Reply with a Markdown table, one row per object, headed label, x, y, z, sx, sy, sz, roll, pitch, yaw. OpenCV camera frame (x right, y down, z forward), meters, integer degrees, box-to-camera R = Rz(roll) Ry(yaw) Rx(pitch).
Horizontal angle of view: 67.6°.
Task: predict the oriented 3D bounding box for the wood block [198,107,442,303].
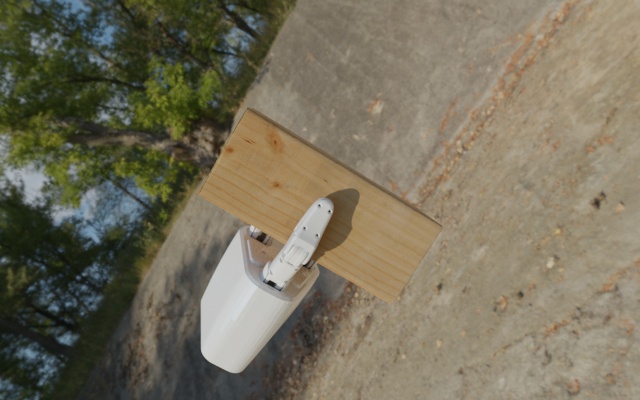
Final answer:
| label | x | y | z | sx | sy | sz | roll | pitch | yaw |
| --- | --- | --- | --- | --- | --- | --- | --- | --- | --- |
| wood block | 0.000 | 0.002 | 0.468 | 0.206 | 0.090 | 0.091 | 30 | 8 | -9 |
